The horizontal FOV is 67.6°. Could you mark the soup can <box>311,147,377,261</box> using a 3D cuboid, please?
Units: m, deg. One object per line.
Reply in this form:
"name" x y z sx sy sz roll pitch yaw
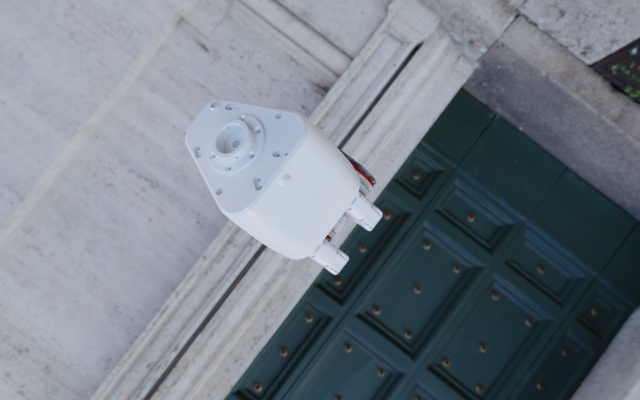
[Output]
"soup can" 0.000 0.002 0.487 0.068 0.102 0.068 37 -3 2
